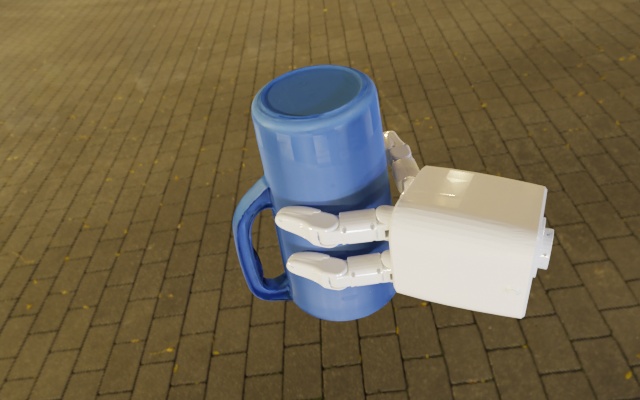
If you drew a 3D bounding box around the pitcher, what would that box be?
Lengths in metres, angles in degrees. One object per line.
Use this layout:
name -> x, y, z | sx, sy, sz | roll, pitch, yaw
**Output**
pitcher -> 0.000, 0.002, 0.473 | 0.145, 0.243, 0.149 | 12, 46, 25
